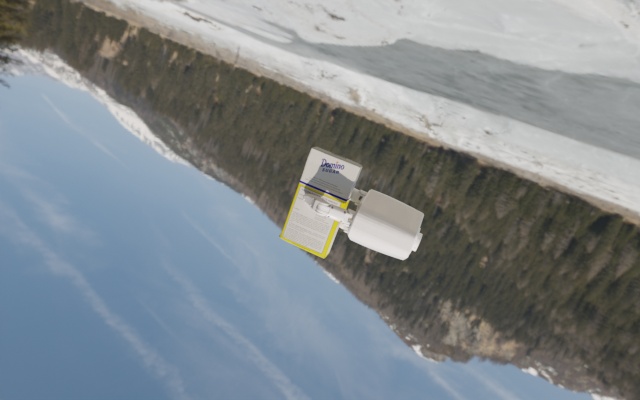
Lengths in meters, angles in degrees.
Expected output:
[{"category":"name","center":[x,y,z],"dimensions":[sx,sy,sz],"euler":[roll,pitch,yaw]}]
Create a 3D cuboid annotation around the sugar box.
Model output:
[{"category":"sugar box","center":[0.000,0.003,0.847],"dimensions":[0.093,0.176,0.048],"euler":[23,11,9]}]
